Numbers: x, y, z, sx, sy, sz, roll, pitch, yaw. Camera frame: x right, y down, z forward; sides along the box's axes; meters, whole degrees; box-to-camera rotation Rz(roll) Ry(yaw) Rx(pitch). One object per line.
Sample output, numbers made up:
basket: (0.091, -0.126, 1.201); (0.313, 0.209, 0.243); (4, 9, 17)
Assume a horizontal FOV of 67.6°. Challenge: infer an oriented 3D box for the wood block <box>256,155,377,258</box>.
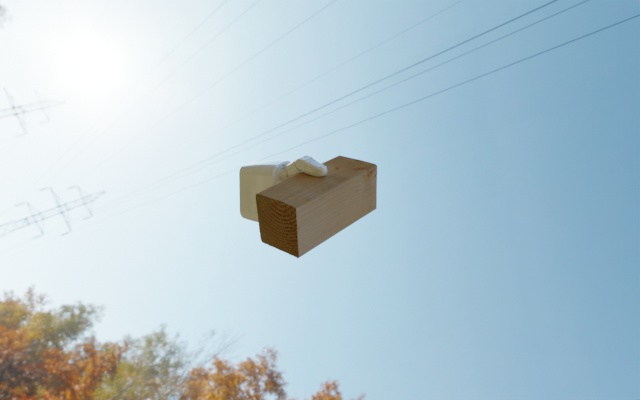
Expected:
wood block: (0.000, 0.002, 0.805); (0.090, 0.091, 0.206); (18, 33, 37)
